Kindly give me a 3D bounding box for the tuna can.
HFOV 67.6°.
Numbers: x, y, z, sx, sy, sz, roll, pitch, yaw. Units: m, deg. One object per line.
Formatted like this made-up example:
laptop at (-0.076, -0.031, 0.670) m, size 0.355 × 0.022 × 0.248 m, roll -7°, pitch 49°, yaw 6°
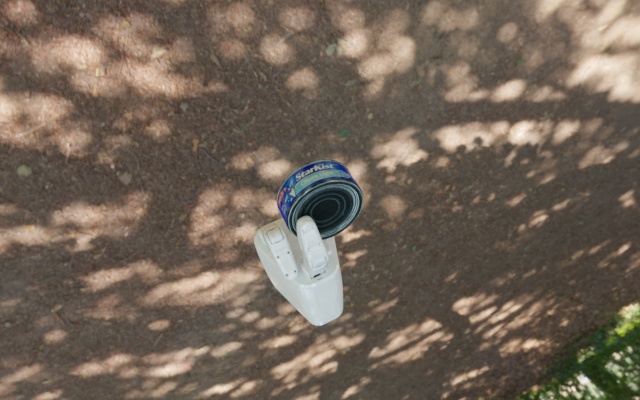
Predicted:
tuna can at (0.000, 0.002, 0.493) m, size 0.086 × 0.086 × 0.033 m, roll 0°, pitch 40°, yaw -28°
